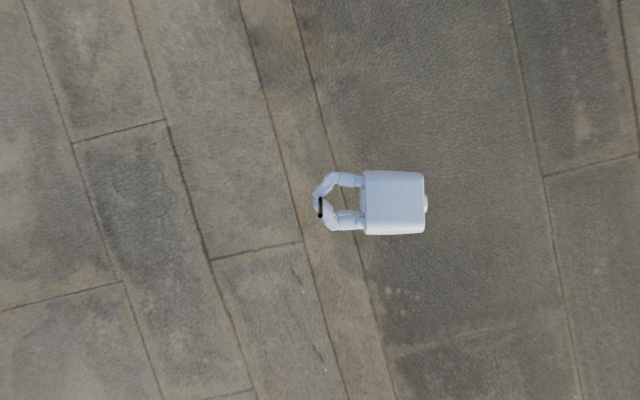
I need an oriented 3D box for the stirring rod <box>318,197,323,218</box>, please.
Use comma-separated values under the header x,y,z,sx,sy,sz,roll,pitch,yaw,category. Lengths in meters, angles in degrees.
x,y,z,sx,sy,sz,roll,pitch,yaw,category
0.000,0.003,0.830,0.011,0.011,0.239,0,10,0,stirring rod
